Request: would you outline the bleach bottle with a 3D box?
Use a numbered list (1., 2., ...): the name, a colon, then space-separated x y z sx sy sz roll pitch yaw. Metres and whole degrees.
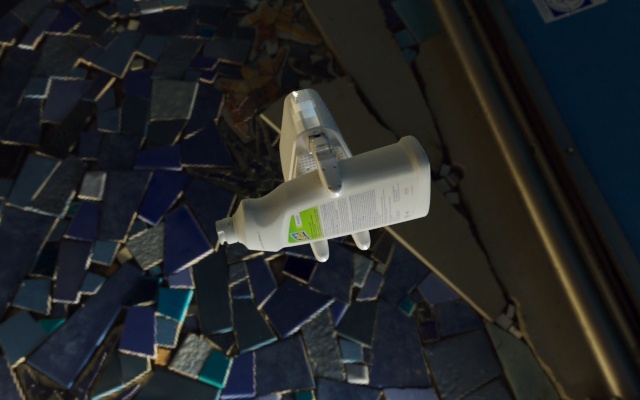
1. bleach bottle: 0.000 0.002 0.567 0.251 0.103 0.068 -14 42 -4
